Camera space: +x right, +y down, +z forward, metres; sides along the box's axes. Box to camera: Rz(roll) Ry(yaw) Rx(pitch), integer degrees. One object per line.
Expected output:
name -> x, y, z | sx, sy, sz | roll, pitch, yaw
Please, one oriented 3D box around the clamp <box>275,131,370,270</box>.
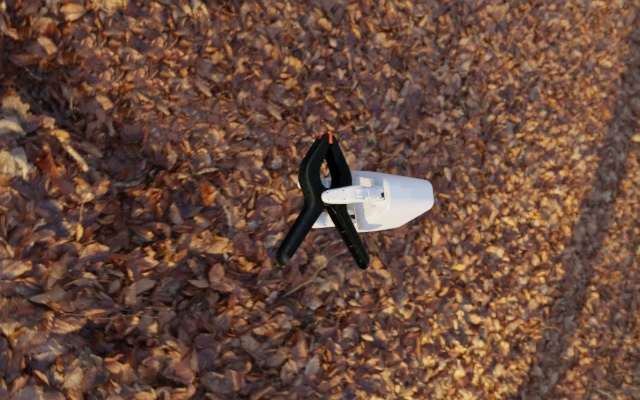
clamp -> 0.001, 0.002, 0.695 | 0.164, 0.210, 0.036 | 0, -8, -40
